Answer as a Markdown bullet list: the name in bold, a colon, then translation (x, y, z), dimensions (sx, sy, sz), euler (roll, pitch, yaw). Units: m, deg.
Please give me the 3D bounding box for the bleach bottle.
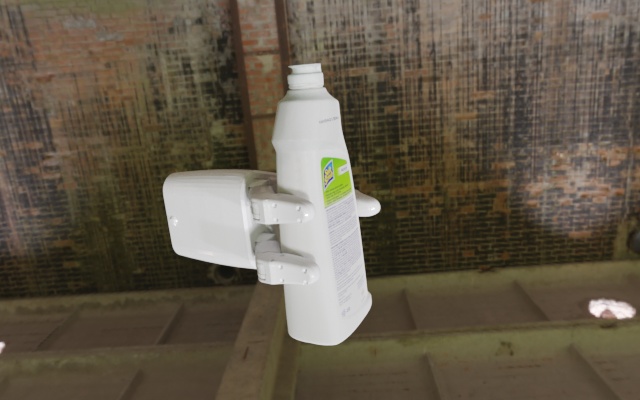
- **bleach bottle**: translation (0.000, 0.002, 0.450), dimensions (0.068, 0.251, 0.102), euler (3, 17, 25)
